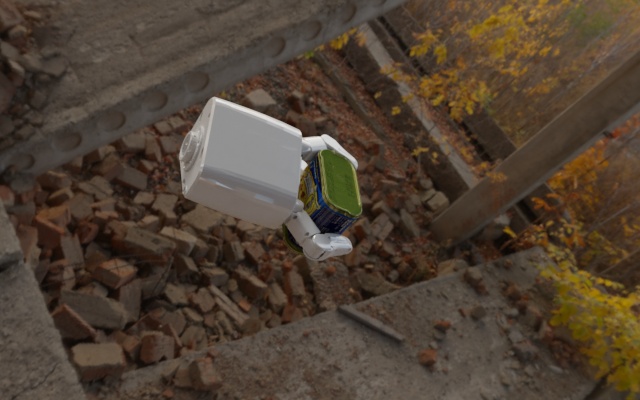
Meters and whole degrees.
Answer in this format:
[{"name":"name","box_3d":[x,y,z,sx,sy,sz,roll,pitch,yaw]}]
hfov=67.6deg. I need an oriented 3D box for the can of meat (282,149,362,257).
[{"name":"can of meat","box_3d":[0.000,0.002,0.555,0.057,0.102,0.084,21,-49,-27]}]
